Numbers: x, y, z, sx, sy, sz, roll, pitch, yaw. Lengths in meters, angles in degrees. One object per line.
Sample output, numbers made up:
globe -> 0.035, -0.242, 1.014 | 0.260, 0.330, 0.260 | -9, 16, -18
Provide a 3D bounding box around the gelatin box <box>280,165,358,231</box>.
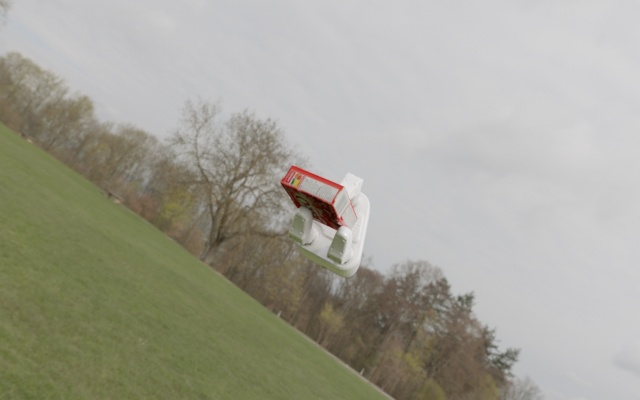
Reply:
gelatin box -> 0.000, 0.001, 0.571 | 0.073, 0.030, 0.089 | 24, -18, 25
